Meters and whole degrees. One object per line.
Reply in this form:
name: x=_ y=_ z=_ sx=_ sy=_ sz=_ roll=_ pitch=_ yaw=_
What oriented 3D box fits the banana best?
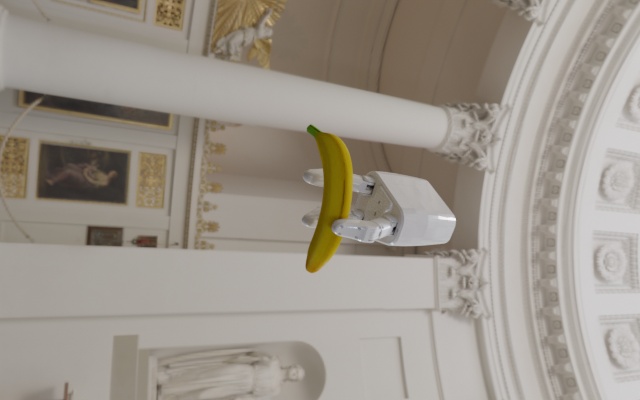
banana: x=0.011 y=-0.001 z=0.619 sx=0.037 sy=0.198 sz=0.069 roll=2 pitch=0 yaw=-37
